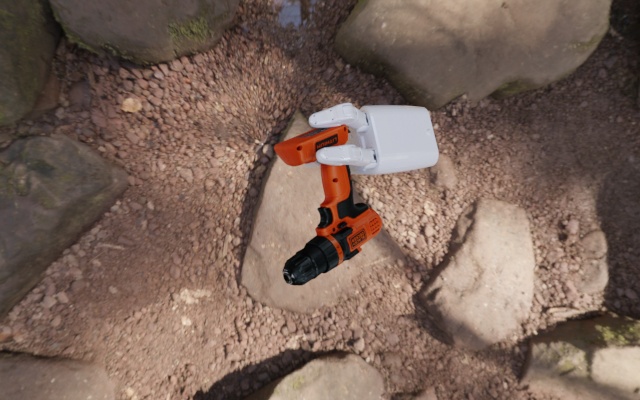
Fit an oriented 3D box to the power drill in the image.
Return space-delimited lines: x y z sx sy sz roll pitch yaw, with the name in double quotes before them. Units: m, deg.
"power drill" 0.000 0.002 0.652 0.057 0.188 0.184 4 26 45
